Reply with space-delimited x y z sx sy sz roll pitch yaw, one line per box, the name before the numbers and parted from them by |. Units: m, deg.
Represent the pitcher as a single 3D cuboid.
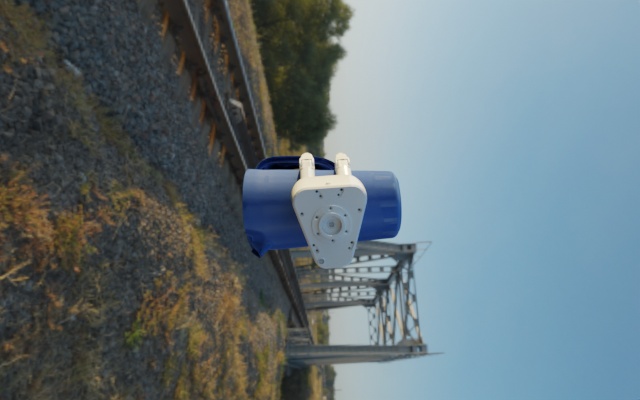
pitcher | 0.000 0.003 0.767 0.243 0.149 0.145 -3 7 0
